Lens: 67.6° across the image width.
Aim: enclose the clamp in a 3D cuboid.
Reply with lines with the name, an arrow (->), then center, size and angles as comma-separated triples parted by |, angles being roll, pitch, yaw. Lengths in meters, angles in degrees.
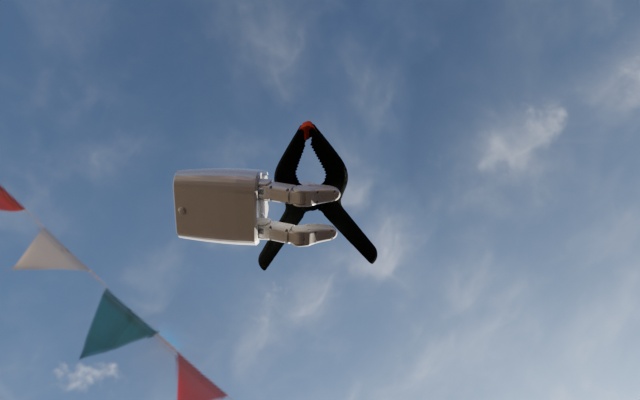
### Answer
clamp -> 0.000, 0.001, 0.631 | 0.164, 0.210, 0.036 | 2, 22, -2
